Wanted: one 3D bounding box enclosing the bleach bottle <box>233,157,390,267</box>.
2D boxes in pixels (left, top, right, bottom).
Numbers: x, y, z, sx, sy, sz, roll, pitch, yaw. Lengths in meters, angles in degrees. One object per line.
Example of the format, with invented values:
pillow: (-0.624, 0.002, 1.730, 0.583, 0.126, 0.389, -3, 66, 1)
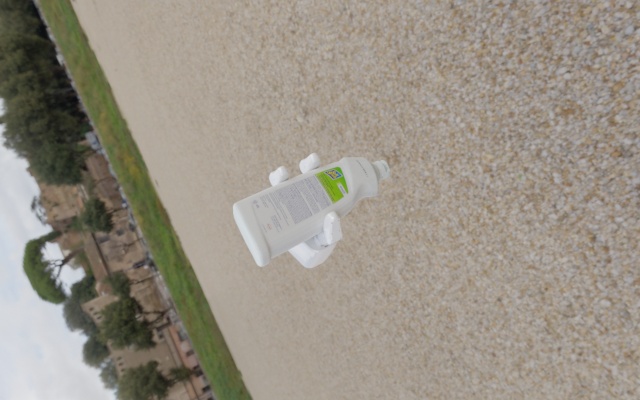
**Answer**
bleach bottle: (0.000, 0.002, 0.731, 0.251, 0.102, 0.068, -24, -18, -18)
